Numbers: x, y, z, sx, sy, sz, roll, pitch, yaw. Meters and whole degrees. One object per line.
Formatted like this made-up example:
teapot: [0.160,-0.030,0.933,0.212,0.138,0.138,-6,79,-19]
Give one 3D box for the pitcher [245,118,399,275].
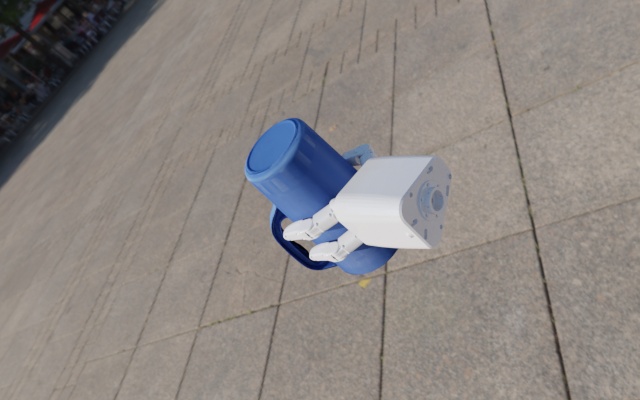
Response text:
pitcher: [0.000,0.002,0.697,0.145,0.149,0.243,1,-33,48]
